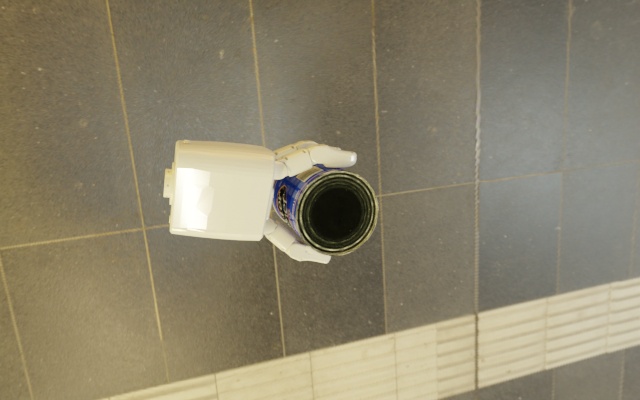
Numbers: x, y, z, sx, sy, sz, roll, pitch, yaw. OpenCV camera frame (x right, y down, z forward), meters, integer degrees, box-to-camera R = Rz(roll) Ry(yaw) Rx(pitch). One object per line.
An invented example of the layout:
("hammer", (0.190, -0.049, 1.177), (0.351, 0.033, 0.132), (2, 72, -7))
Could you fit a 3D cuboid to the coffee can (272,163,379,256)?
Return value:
("coffee can", (0.000, 0.002, 0.617), (0.103, 0.103, 0.140), (0, 11, -18))
